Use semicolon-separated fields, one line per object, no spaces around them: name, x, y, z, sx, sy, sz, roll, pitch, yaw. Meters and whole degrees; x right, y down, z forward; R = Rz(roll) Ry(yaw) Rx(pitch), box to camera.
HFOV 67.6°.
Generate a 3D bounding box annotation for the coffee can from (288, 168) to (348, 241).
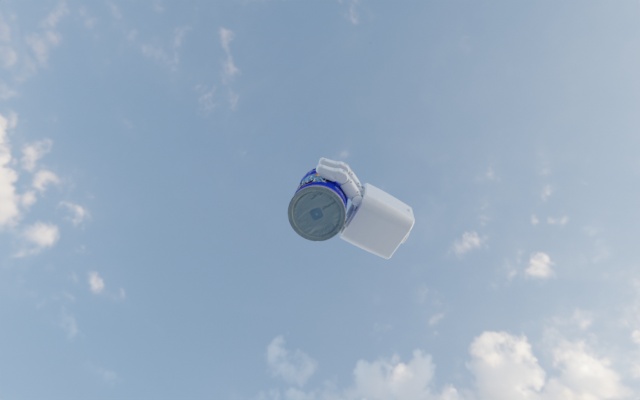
coffee can;0.000;0.003;0.897;0.103;0.103;0.140;0;18;6
